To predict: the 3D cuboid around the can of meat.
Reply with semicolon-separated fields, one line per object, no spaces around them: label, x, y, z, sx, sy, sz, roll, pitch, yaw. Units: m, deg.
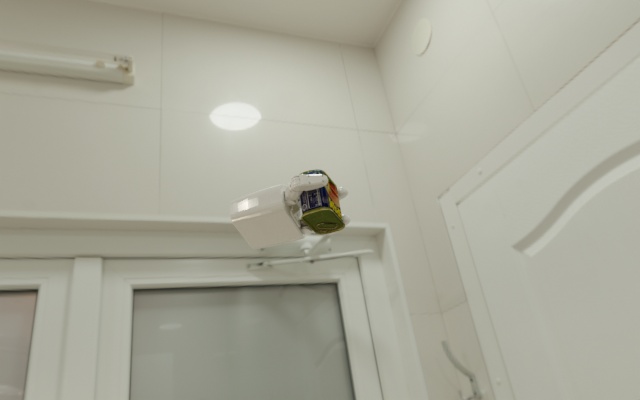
can of meat;0.000;0.002;0.849;0.057;0.084;0.102;-17;-28;15
